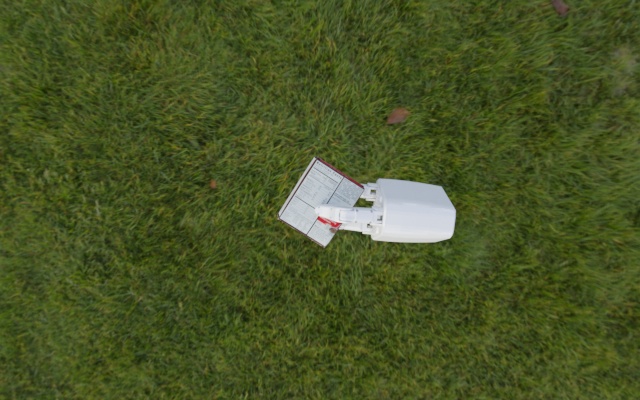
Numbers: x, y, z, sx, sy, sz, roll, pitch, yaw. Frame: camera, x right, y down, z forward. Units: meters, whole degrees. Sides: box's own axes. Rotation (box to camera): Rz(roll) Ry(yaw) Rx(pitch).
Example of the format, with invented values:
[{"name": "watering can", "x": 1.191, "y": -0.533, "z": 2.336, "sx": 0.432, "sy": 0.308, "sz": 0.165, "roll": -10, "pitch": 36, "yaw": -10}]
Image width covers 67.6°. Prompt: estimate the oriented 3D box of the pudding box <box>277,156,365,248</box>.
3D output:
[{"name": "pudding box", "x": 0.000, "y": 0.002, "z": 0.730, "sx": 0.090, "sy": 0.113, "sz": 0.039, "roll": 33, "pitch": 4, "yaw": -7}]
